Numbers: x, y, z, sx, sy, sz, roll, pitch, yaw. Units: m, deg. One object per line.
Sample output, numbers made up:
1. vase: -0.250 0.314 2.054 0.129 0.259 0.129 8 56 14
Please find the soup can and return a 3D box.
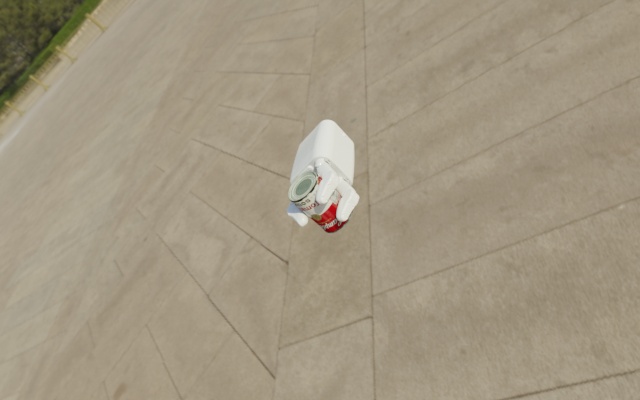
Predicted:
1. soup can: 0.000 0.003 0.843 0.068 0.068 0.102 0 -34 49
